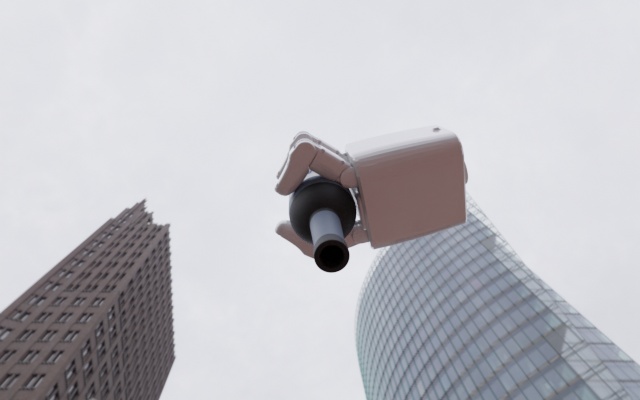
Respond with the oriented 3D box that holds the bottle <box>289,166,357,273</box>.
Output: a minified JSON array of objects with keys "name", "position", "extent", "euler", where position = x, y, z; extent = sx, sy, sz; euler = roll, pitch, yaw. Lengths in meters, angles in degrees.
[{"name":"bottle","position":[0.000,0.002,0.501],"extent":[0.069,0.069,0.295],"euler":[0,16,-3]}]
